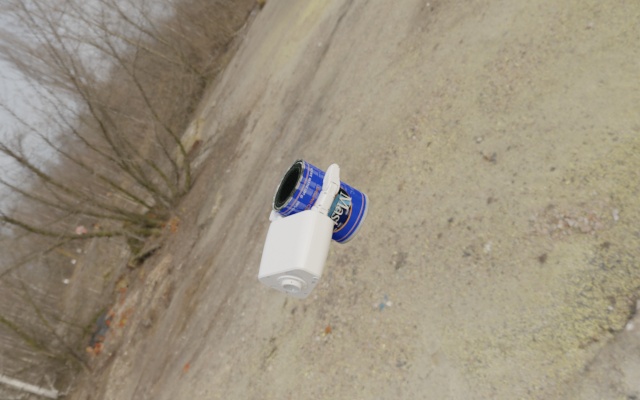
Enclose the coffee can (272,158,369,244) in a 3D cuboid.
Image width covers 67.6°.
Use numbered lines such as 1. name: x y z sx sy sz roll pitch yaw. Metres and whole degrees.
1. coffee can: 0.000 0.003 0.848 0.140 0.103 0.103 28 -11 -21
